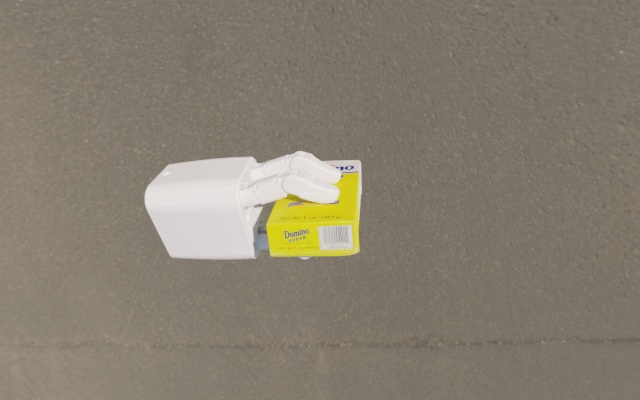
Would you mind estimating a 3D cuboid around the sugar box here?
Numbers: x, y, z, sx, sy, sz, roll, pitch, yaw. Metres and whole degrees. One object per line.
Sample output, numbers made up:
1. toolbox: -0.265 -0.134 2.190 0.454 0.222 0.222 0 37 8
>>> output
1. sugar box: 0.000 0.001 0.555 0.093 0.048 0.176 -1 27 6
